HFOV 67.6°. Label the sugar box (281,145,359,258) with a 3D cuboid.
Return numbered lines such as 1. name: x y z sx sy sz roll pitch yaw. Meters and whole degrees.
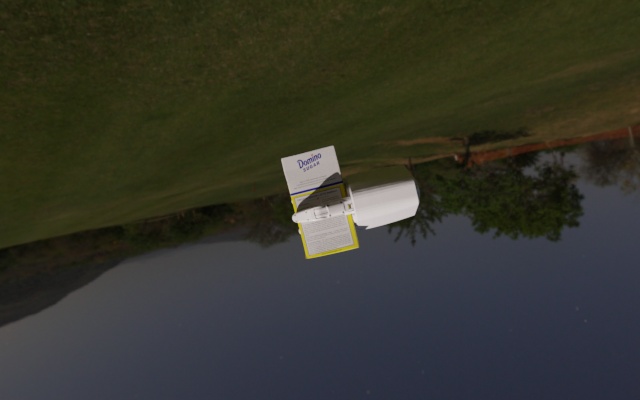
1. sugar box: 0.000 0.003 0.808 0.093 0.176 0.048 -13 1 2
